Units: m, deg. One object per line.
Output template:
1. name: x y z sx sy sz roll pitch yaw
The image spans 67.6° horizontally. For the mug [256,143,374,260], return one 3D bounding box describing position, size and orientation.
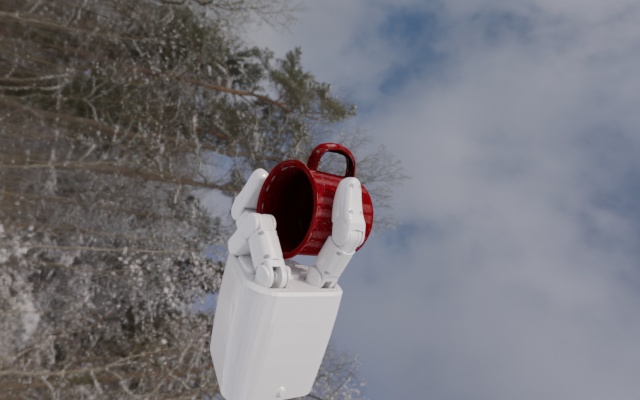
1. mug: 0.001 0.000 0.463 0.081 0.117 0.093 9 12 -40
